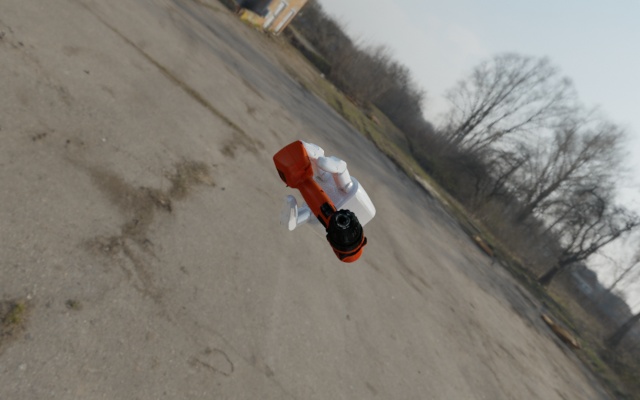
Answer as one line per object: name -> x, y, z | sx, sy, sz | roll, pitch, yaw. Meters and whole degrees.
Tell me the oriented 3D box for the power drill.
power drill -> 0.000, 0.002, 0.719 | 0.057, 0.187, 0.184 | -31, -19, -7
